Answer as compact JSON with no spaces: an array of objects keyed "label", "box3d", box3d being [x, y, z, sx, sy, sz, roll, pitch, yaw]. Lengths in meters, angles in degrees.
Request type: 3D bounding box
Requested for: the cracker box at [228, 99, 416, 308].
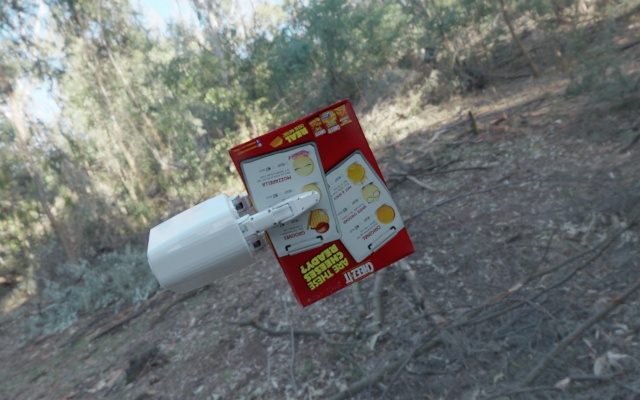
[{"label":"cracker box","box3d":[0.000,0.002,0.615,0.164,0.214,0.072,-25,4,-8]}]
